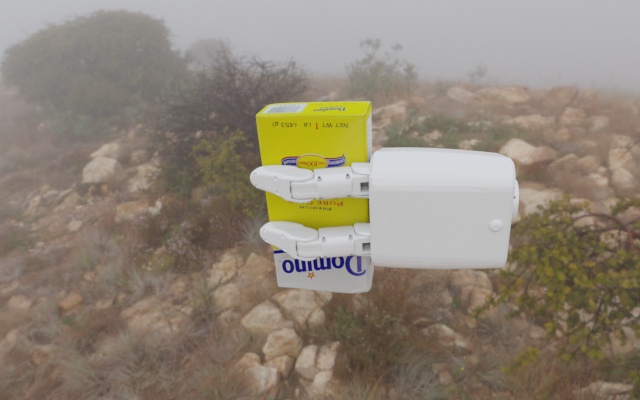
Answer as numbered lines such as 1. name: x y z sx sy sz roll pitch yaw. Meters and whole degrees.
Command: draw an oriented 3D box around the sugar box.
1. sugar box: 0.000 0.002 0.432 0.093 0.176 0.048 2 26 13
